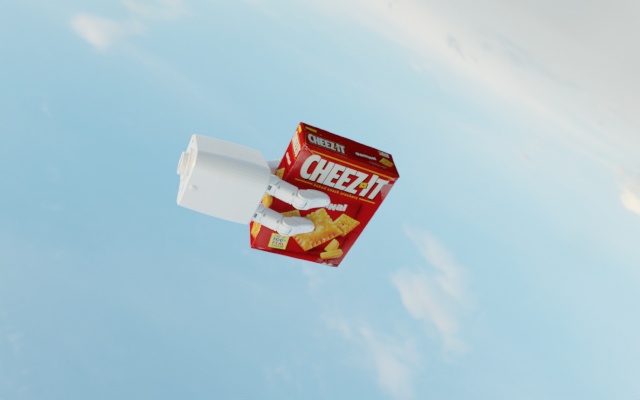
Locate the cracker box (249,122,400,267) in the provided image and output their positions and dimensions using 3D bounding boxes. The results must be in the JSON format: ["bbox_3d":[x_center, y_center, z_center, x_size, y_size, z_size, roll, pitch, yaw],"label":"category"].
[{"bbox_3d":[0.000,0.003,0.762,0.164,0.214,0.072,16,35,-22],"label":"cracker box"}]
